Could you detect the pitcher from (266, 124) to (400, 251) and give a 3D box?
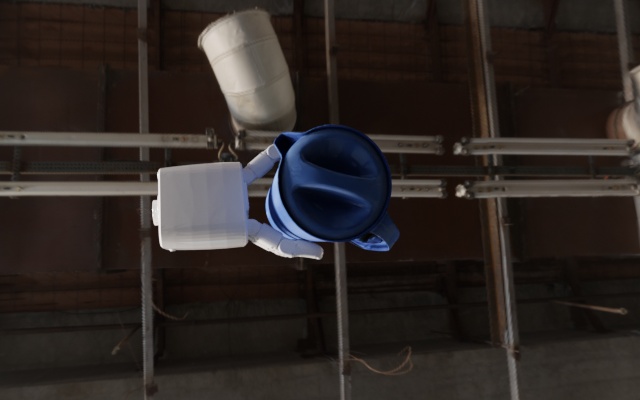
[{"bbox_3d":[0.000,0.002,0.643,0.145,0.149,0.243,-6,-6,-13],"label":"pitcher"}]
